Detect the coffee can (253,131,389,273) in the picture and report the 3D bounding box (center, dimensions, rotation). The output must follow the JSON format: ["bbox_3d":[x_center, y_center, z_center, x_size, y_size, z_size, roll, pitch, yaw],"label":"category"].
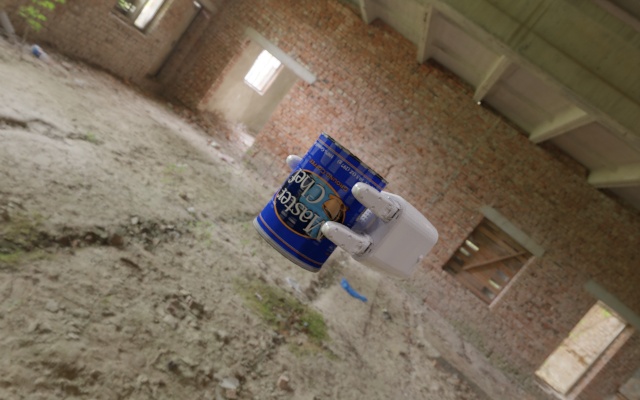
[{"bbox_3d":[0.000,0.002,0.585,0.103,0.140,0.103,38,6,-4],"label":"coffee can"}]
